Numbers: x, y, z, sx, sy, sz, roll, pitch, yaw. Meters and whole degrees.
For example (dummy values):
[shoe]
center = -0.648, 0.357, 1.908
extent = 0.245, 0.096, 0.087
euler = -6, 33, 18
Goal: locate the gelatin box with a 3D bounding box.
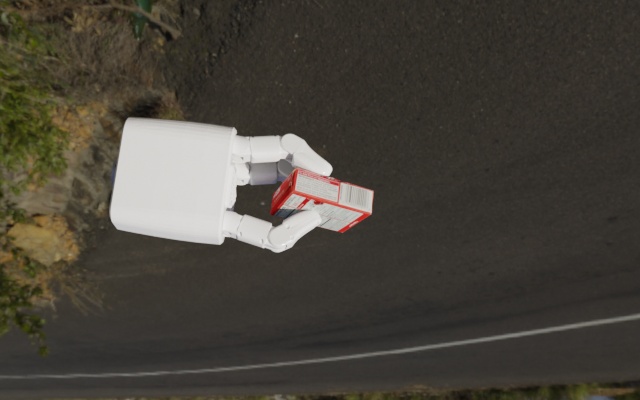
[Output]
[gelatin box]
center = 0.000, 0.002, 0.501
extent = 0.089, 0.030, 0.073
euler = 16, -24, -16
